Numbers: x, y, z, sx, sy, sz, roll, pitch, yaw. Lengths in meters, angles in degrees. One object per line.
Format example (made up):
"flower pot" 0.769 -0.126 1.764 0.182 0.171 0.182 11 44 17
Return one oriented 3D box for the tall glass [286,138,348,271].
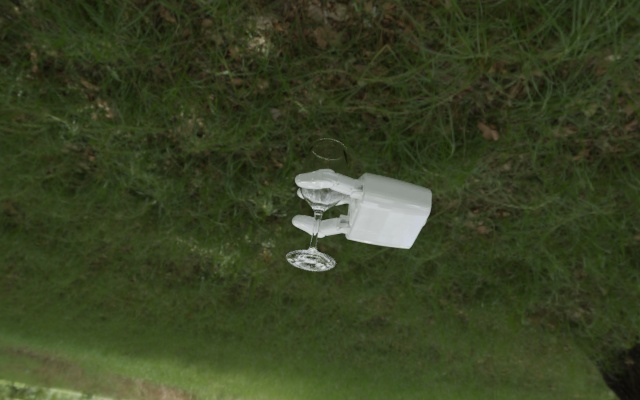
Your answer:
"tall glass" 0.000 0.003 0.741 0.079 0.201 0.079 7 -28 4
